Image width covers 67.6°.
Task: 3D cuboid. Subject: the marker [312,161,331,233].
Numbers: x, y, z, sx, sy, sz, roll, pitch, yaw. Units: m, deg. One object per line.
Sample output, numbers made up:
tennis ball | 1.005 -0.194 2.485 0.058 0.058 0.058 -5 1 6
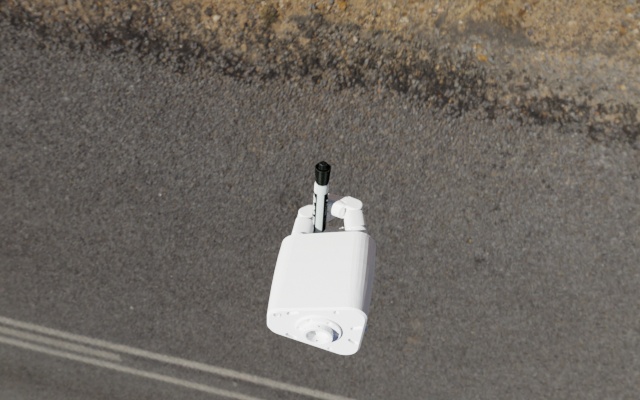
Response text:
marker | 0.000 0.002 0.582 0.020 0.121 0.020 2 43 -2
